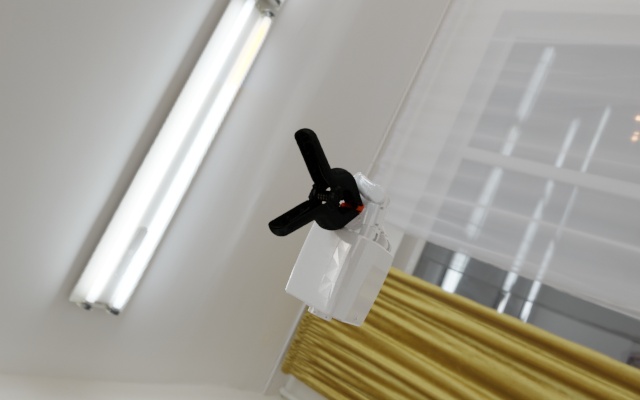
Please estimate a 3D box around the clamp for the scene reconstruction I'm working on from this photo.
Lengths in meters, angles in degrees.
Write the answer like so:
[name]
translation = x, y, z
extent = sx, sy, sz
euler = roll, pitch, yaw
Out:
[clamp]
translation = 0.000, 0.002, 0.572
extent = 0.039, 0.120, 0.171
euler = 20, -9, 36
